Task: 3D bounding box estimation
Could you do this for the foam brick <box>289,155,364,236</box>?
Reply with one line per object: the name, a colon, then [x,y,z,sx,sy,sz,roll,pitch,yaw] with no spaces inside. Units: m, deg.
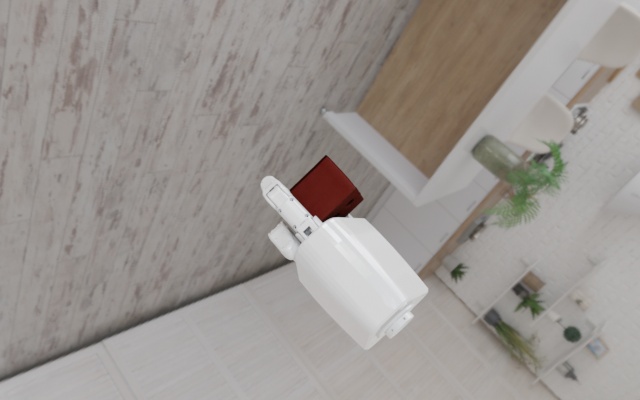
foam brick: [0.000,0.001,0.515,0.051,0.078,0.053,46,0,20]
